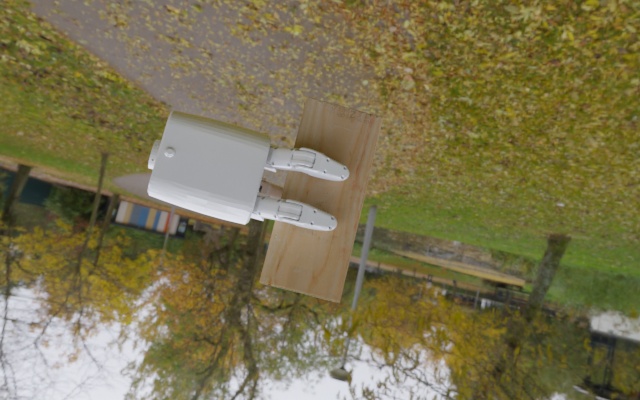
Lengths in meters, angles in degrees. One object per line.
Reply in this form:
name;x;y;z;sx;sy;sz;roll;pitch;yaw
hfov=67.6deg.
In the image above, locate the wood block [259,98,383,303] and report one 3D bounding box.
wood block;0.000;0.002;0.551;0.090;0.206;0.091;14;-7;-3
